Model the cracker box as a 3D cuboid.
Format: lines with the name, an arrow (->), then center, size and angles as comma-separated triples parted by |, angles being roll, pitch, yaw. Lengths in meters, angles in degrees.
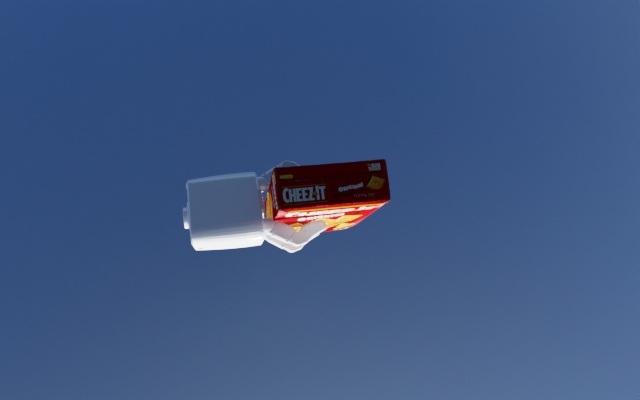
cracker box -> 0.000, 0.002, 0.763 | 0.164, 0.072, 0.214 | -6, -11, -12
